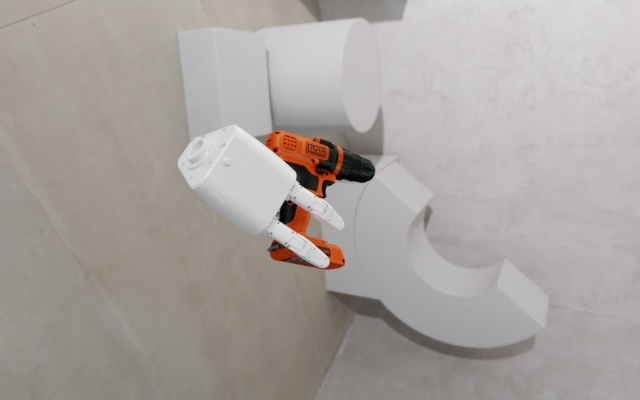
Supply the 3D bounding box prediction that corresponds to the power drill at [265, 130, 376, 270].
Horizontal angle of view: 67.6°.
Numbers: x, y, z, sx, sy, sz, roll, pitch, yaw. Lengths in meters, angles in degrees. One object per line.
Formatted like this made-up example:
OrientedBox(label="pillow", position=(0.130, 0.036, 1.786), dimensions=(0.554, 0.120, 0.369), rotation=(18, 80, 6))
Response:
OrientedBox(label="power drill", position=(0.000, 0.003, 0.695), dimensions=(0.184, 0.187, 0.057), rotation=(13, -22, -27))
